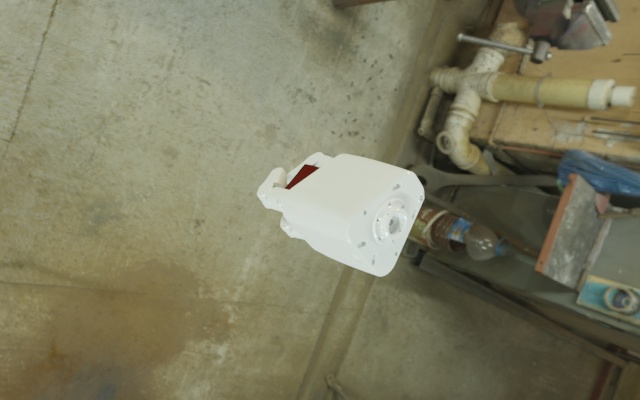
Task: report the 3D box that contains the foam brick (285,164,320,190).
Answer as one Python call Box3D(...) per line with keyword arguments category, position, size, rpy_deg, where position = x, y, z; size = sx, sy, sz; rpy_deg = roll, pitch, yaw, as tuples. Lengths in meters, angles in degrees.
Box3D(category="foam brick", position=(0.000, 0.002, 0.590), size=(0.051, 0.053, 0.078), rpy_deg=(19, -24, 49))
